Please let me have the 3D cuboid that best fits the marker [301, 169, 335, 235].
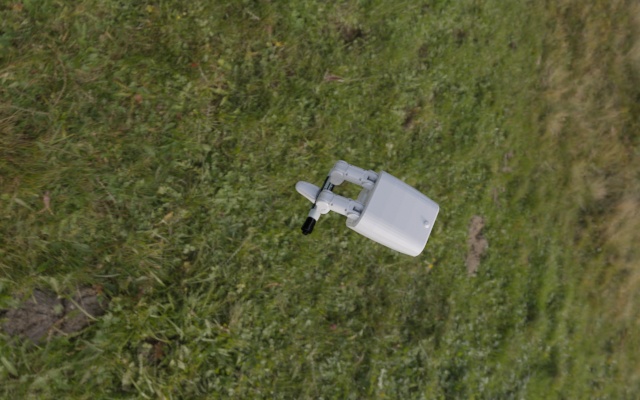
[{"bbox_3d":[0.000,0.002,0.770,0.020,0.121,0.020,23,-21,9],"label":"marker"}]
